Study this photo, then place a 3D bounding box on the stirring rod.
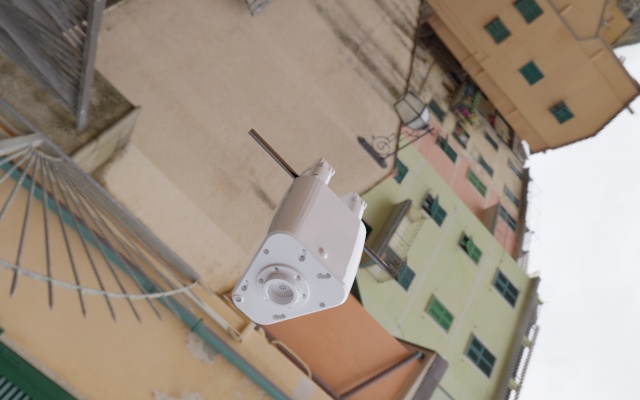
[{"bbox_3d":[0.000,0.002,0.584,0.239,0.011,0.011,46,-13,-13],"label":"stirring rod"}]
